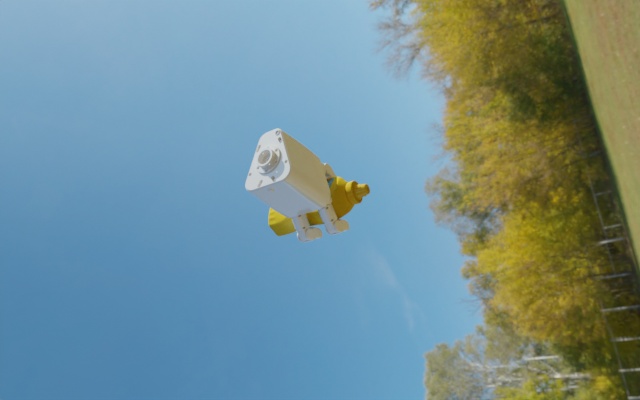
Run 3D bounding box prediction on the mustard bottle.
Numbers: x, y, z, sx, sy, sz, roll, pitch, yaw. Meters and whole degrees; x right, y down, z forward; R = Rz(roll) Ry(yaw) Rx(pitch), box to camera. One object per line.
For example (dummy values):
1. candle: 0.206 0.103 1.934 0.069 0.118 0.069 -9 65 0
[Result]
1. mustard bottle: 0.000 0.003 0.859 0.191 0.058 0.096 -17 34 29
